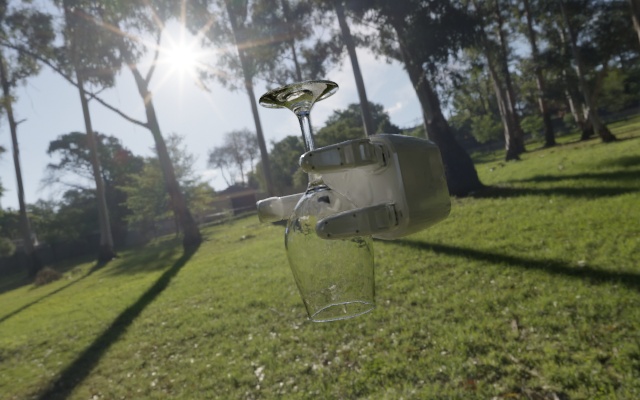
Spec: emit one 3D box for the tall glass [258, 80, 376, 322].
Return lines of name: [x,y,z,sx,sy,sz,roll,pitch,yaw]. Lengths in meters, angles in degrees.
tall glass: [0.000,0.001,0.428,0.079,0.201,0.079,-11,-3,-1]
